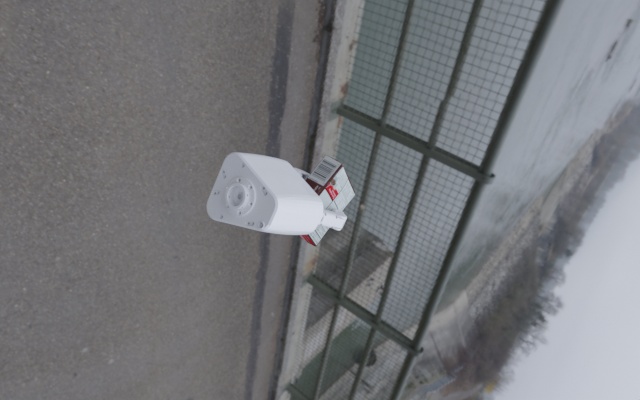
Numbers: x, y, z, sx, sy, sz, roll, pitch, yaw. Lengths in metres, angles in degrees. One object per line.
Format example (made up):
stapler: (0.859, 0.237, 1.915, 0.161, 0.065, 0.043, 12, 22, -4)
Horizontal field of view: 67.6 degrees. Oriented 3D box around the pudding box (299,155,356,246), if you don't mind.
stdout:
pudding box: (0.000, 0.002, 0.723, 0.039, 0.113, 0.090, 31, -16, 30)
